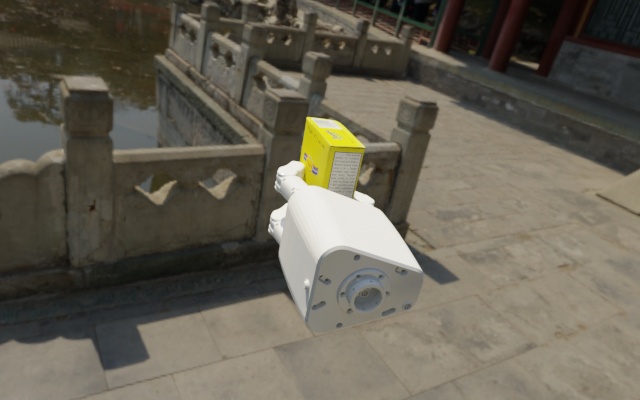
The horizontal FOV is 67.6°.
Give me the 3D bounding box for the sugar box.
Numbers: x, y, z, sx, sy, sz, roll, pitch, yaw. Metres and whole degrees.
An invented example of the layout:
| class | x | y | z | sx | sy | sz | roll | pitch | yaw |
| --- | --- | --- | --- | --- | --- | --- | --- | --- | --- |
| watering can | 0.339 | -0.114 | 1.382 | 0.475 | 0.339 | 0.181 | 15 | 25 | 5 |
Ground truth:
| class | x | y | z | sx | sy | sz | roll | pitch | yaw |
| --- | --- | --- | --- | --- | --- | --- | --- | --- | --- |
| sugar box | 0.000 | 0.002 | 0.557 | 0.048 | 0.176 | 0.093 | 3 | 26 | -20 |
